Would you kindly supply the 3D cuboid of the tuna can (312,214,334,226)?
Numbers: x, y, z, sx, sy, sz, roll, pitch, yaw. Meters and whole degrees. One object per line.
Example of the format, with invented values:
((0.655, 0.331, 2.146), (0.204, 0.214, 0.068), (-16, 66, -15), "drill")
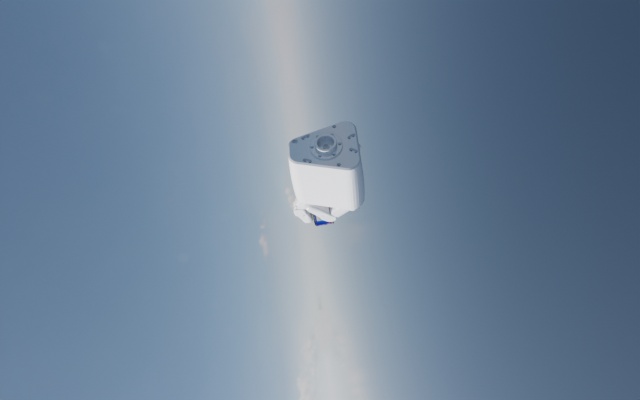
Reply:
((0.000, 0.003, 0.861), (0.034, 0.086, 0.086), (-10, -1, 3), "tuna can")
